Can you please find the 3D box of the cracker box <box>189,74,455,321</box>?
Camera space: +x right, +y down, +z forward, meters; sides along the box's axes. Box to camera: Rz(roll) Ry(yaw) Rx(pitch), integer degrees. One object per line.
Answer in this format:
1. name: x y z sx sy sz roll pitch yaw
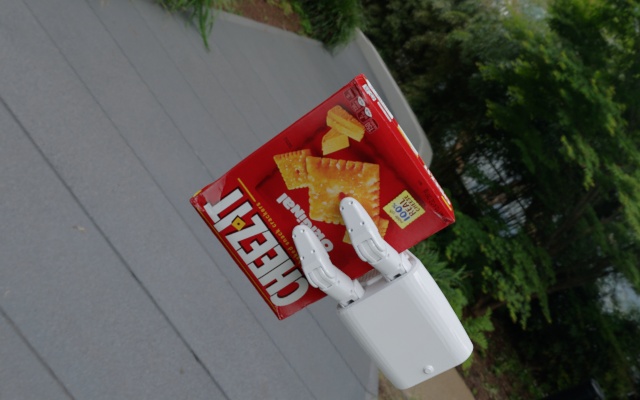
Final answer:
1. cracker box: 0.000 0.001 0.489 0.214 0.164 0.072 -33 7 18
